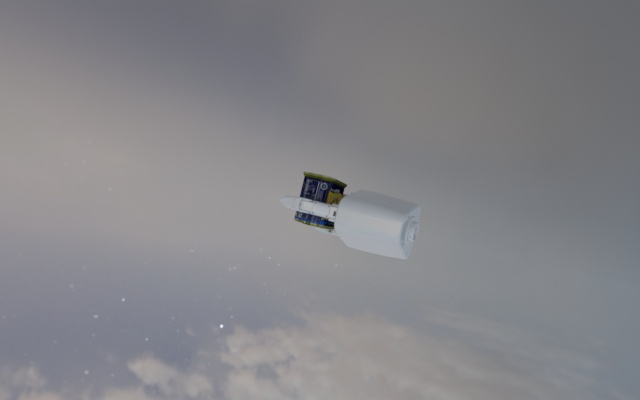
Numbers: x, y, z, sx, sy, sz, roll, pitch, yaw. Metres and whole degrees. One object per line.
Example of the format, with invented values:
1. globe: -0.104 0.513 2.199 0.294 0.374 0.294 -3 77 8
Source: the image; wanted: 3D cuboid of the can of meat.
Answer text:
1. can of meat: 0.000 0.003 0.812 0.057 0.084 0.102 13 -1 20
